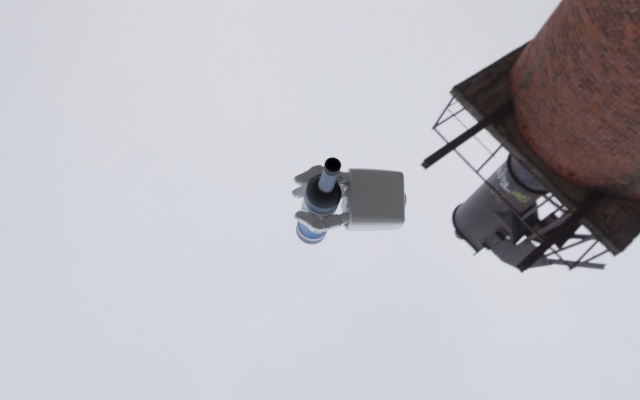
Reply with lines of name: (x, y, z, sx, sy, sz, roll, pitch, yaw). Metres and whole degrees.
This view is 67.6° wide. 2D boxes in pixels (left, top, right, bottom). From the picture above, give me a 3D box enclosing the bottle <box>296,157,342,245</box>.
bottle: (0.000, 0.003, 0.893, 0.069, 0.069, 0.296, 0, -24, -9)
